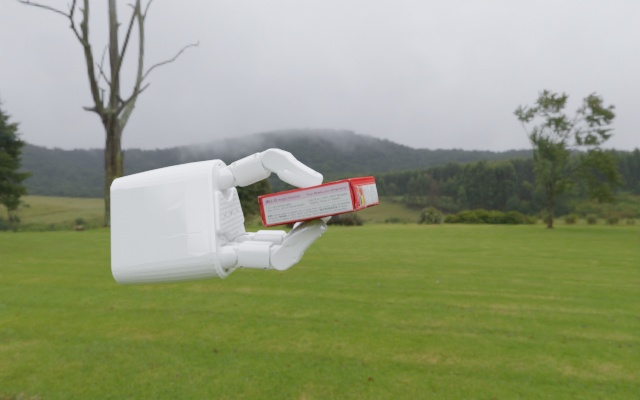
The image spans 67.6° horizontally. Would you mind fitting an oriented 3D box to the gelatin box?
[{"bbox_3d":[0.000,0.001,0.430,0.089,0.030,0.073,-11,-1,22],"label":"gelatin box"}]
